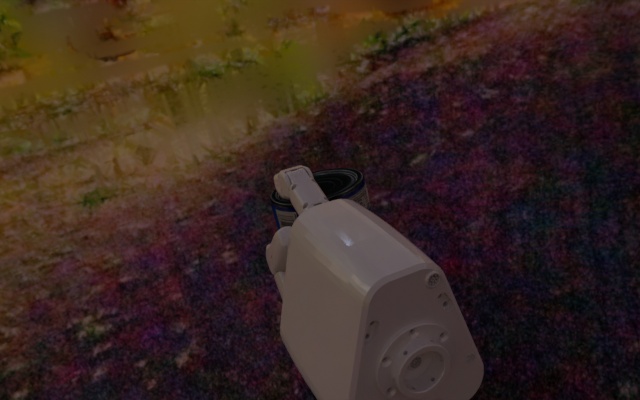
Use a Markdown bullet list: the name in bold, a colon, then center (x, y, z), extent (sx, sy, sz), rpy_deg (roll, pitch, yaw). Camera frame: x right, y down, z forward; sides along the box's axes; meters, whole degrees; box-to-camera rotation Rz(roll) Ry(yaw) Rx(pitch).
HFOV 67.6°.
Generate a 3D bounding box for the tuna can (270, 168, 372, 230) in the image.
- **tuna can**: center (0.000, 0.001, 0.419), extent (0.086, 0.034, 0.086), rpy_deg (-12, 20, 5)
